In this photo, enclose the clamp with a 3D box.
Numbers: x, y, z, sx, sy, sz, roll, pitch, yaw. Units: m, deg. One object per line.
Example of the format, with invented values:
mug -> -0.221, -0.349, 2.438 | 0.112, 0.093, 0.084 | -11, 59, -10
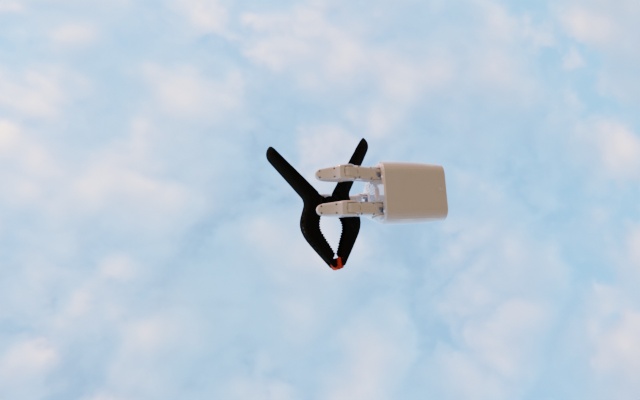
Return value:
clamp -> 0.000, 0.003, 0.737 | 0.164, 0.210, 0.036 | 0, -12, -11
